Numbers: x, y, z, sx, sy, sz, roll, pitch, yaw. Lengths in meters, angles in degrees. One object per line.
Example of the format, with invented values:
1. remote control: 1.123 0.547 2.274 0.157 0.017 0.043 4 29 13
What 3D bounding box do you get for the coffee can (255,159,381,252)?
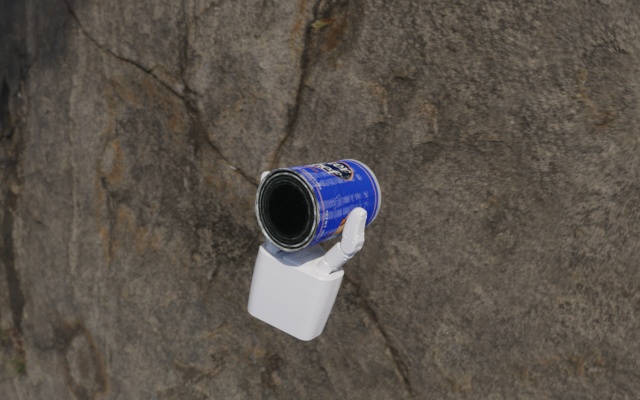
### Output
1. coffee can: 0.000 0.002 0.627 0.103 0.103 0.140 0 8 38
